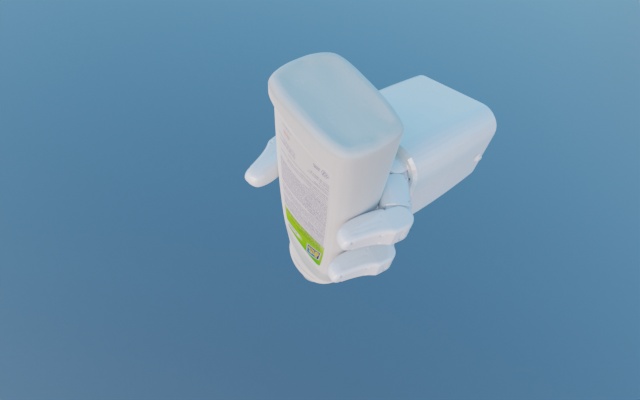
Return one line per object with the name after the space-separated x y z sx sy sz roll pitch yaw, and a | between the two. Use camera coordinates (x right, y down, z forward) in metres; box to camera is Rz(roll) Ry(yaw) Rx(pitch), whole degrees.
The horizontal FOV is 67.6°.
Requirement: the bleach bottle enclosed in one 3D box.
0.000 0.001 0.426 0.068 0.102 0.251 -28 -26 -22 | bleach bottle
